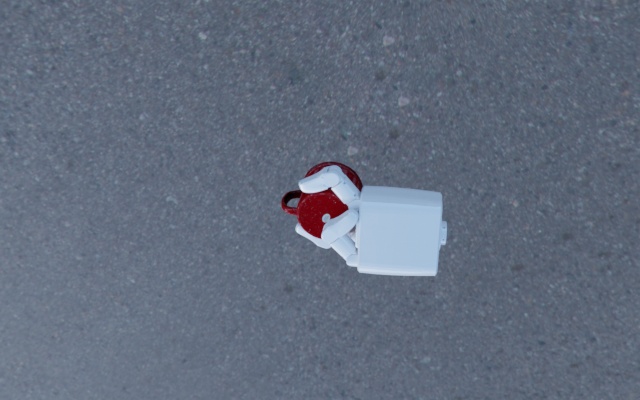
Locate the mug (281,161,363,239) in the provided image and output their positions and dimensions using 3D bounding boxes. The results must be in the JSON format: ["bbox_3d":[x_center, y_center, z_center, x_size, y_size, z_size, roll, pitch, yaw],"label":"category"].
[{"bbox_3d":[-0.001,0.002,0.692,0.117,0.093,0.081,2,31,10],"label":"mug"}]
